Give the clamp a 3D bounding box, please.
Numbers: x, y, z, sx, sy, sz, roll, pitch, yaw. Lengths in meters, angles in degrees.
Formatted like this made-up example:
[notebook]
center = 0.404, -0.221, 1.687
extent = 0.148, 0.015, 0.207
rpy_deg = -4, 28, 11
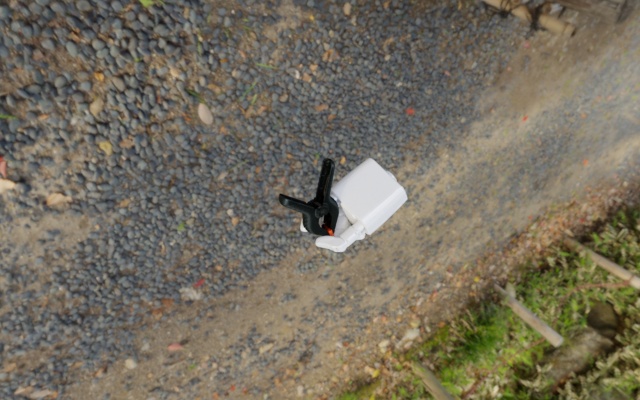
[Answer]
[clamp]
center = 0.000, 0.003, 0.881
extent = 0.039, 0.120, 0.172
rpy_deg = 46, -7, 38
